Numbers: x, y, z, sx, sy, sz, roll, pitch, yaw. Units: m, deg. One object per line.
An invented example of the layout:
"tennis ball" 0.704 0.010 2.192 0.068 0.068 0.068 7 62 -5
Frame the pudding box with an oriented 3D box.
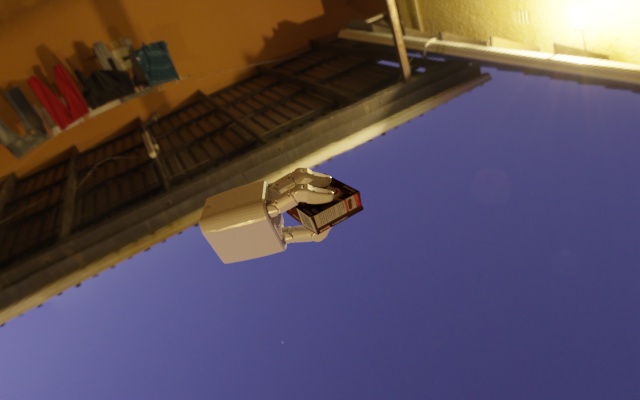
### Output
"pudding box" 0.000 0.003 0.756 0.090 0.039 0.113 -29 32 -19
